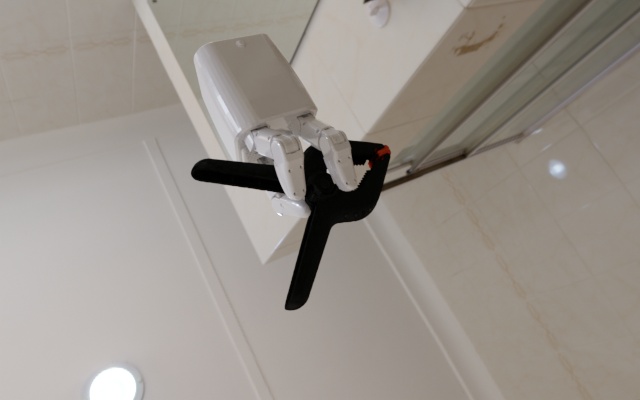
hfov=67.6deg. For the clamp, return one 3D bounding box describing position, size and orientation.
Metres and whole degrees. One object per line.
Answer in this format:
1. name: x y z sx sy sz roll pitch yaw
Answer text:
1. clamp: 0.000 0.002 0.480 0.210 0.164 0.036 -23 -14 -31
